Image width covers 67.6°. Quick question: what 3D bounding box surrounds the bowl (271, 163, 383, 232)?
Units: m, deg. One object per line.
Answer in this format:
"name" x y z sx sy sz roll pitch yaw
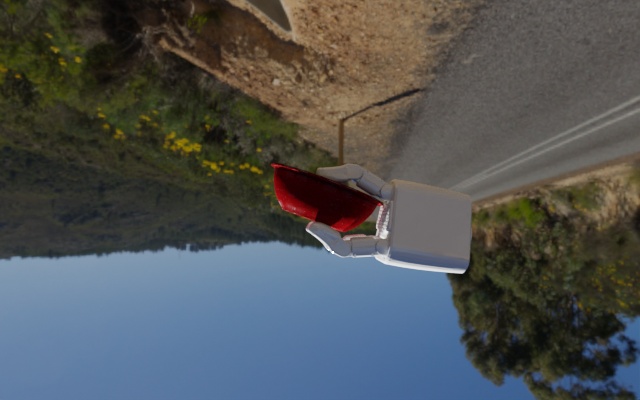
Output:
"bowl" -0.001 0.002 0.647 0.162 0.055 0.162 20 -2 1
